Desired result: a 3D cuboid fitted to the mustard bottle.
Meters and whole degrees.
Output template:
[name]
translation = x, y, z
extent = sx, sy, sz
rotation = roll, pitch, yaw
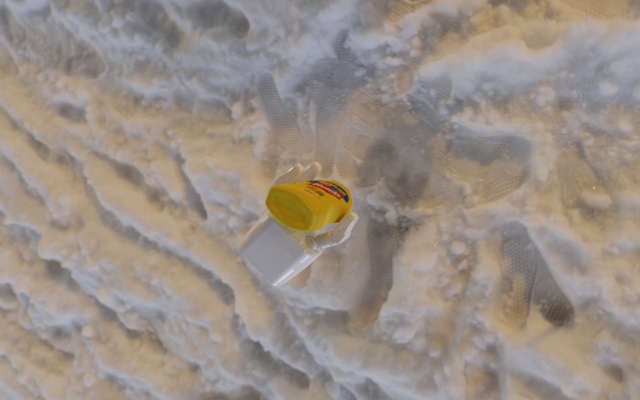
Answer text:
[mustard bottle]
translation = 0.000, 0.002, 0.796
extent = 0.096, 0.058, 0.191
rotation = 30, 20, 24
